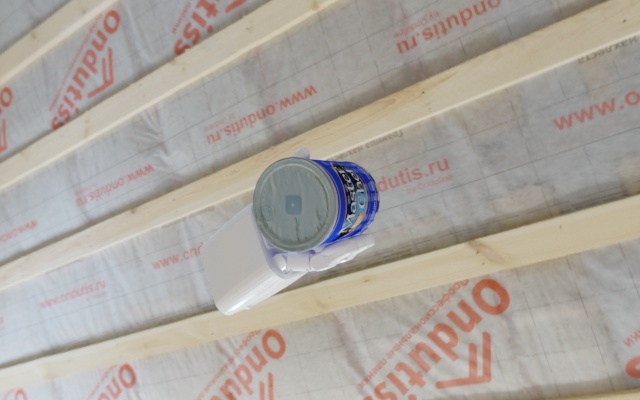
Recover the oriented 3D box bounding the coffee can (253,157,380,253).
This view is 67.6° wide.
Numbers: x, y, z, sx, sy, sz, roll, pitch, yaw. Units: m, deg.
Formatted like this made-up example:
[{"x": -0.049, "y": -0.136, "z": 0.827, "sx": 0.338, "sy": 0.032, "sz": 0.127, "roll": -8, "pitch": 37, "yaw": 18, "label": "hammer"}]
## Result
[{"x": 0.000, "y": 0.002, "z": 0.571, "sx": 0.103, "sy": 0.103, "sz": 0.140, "roll": 0, "pitch": 2, "yaw": 26, "label": "coffee can"}]
